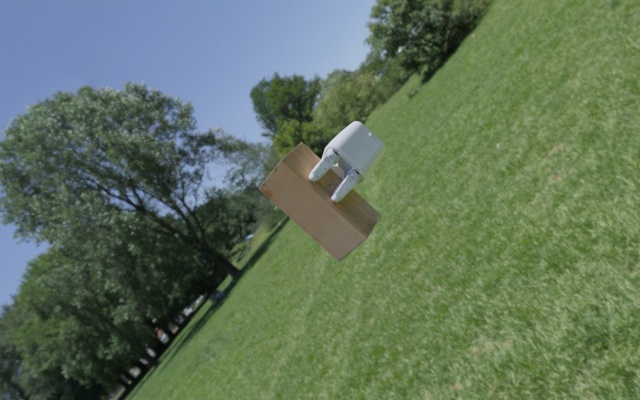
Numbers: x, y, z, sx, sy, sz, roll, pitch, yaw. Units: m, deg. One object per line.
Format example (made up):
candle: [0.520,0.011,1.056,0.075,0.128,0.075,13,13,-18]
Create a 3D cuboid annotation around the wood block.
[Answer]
wood block: [0.000,0.003,0.900,0.091,0.206,0.090,-46,3,39]
